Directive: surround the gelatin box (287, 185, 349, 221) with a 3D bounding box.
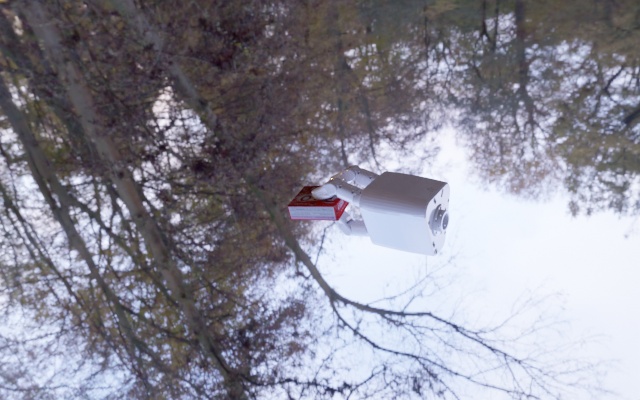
[{"bbox_3d":[0.000,0.003,0.793,0.089,0.030,0.073,0,29,25],"label":"gelatin box"}]
